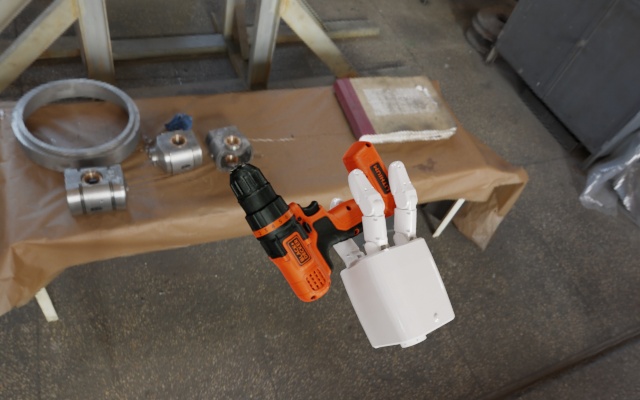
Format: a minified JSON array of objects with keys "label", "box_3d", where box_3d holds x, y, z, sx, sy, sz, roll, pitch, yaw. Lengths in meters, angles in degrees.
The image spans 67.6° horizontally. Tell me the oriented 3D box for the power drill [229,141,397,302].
[{"label":"power drill","box_3d":[0.001,0.002,0.593,0.187,0.184,0.057,-35,13,-23]}]
